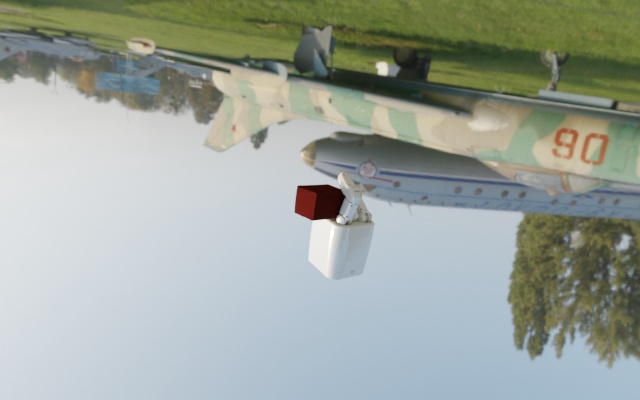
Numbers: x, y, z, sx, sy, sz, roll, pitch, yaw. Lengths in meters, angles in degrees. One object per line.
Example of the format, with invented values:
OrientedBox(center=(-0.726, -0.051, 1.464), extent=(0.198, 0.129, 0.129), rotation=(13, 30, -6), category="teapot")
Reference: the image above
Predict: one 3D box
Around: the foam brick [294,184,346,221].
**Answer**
OrientedBox(center=(0.000, 0.003, 0.851), extent=(0.078, 0.051, 0.053), rotation=(-4, 19, -44), category="foam brick")
